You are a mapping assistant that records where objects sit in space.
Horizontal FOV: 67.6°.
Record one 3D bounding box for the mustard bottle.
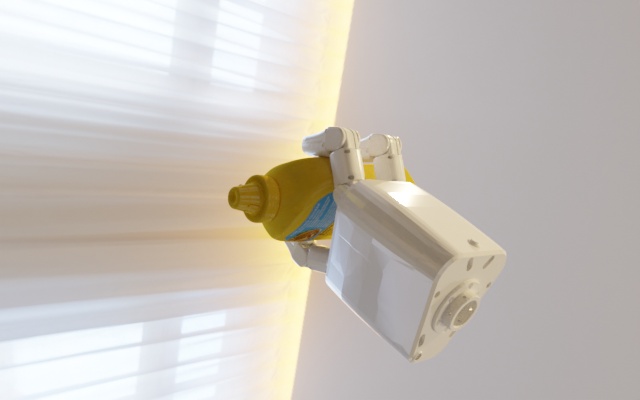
[{"bbox_3d":[0.000,0.001,0.450,0.191,0.058,0.096,2,-37,-42],"label":"mustard bottle"}]
